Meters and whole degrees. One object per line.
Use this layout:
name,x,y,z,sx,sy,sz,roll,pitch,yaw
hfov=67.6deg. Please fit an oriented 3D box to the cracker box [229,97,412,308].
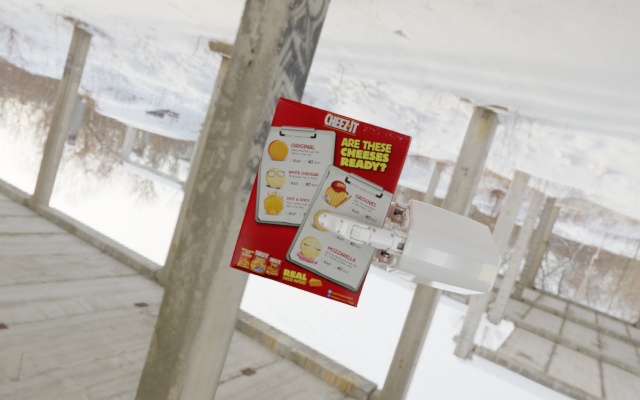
cracker box,0.000,0.002,0.590,0.164,0.214,0.072,17,5,2
